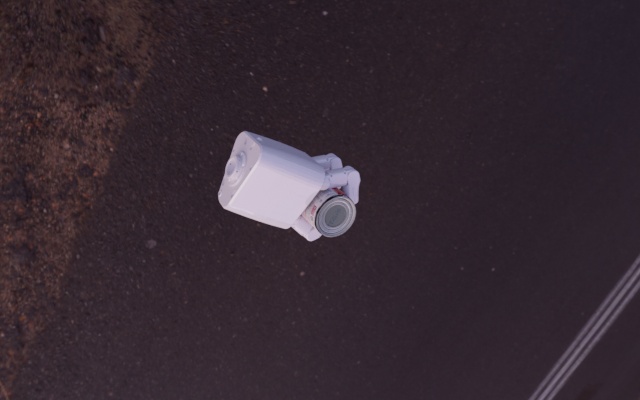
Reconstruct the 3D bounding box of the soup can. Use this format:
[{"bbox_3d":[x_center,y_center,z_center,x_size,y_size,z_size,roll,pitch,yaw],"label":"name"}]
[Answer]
[{"bbox_3d":[0.001,0.003,0.715,0.068,0.068,0.102,0,24,-30],"label":"soup can"}]
